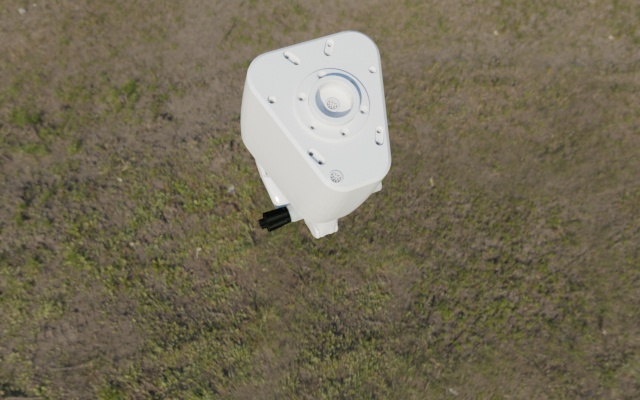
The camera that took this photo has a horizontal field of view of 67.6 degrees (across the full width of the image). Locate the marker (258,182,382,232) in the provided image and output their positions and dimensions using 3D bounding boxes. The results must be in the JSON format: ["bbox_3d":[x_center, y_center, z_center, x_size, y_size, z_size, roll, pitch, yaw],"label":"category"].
[{"bbox_3d":[0.000,0.001,0.447,0.121,0.020,0.020,-20,5,-13],"label":"marker"}]
